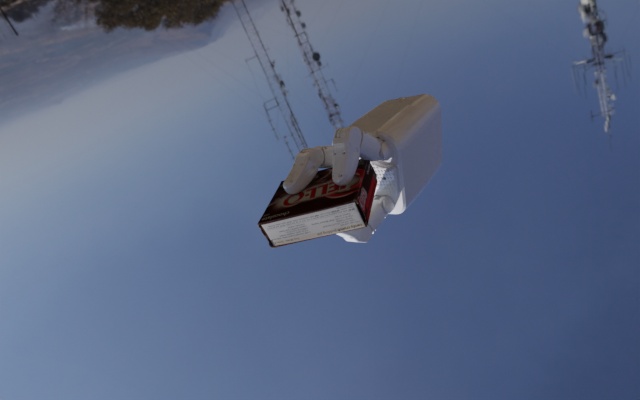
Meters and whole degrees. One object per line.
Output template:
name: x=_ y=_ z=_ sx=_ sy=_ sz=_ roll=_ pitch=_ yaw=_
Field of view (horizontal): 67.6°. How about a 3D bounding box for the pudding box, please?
pudding box: x=0.000 y=0.002 z=0.510 sx=0.113 sy=0.039 sz=0.090 roll=-16 pitch=26 yaw=23
